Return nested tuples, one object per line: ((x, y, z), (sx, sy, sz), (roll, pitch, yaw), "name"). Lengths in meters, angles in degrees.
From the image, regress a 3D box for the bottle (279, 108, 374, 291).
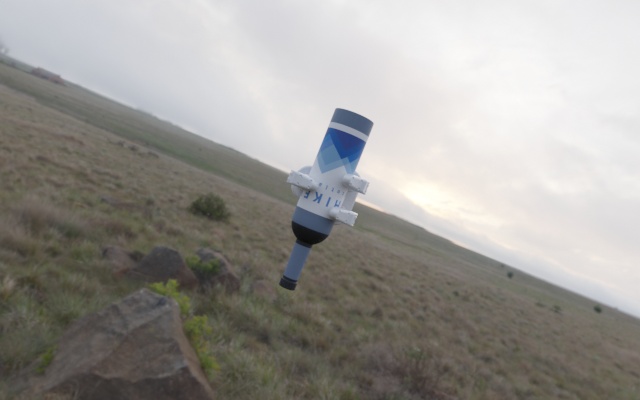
((0.000, 0.002, 0.762), (0.069, 0.296, 0.069), (22, 1, -1), "bottle")
